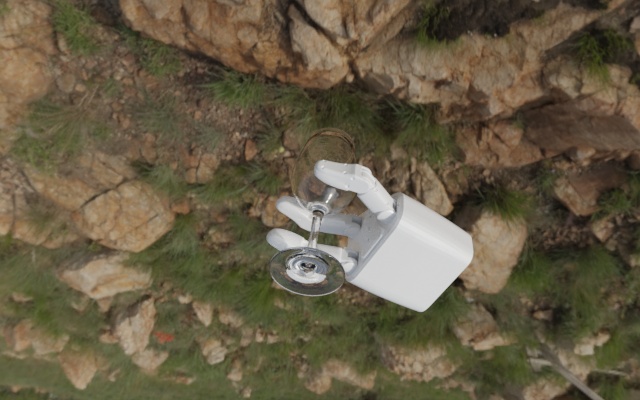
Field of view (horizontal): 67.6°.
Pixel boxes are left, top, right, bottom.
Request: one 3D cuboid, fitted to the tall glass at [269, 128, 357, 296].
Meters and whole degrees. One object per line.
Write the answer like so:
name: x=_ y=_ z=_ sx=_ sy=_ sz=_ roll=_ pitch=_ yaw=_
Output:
tall glass: x=0.000 y=0.002 z=0.528 sx=0.079 sy=0.079 sz=0.200 roll=0 pitch=44 yaw=10
